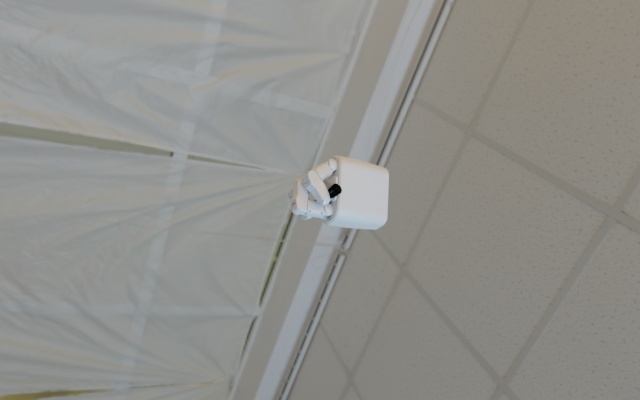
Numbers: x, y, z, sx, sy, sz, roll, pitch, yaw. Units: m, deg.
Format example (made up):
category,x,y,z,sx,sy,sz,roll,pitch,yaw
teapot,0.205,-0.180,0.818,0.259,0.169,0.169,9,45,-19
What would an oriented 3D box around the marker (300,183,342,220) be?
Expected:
category,x,y,z,sx,sy,sz,roll,pitch,yaw
marker,0.000,0.003,0.804,0.020,0.020,0.121,0,-23,-32
